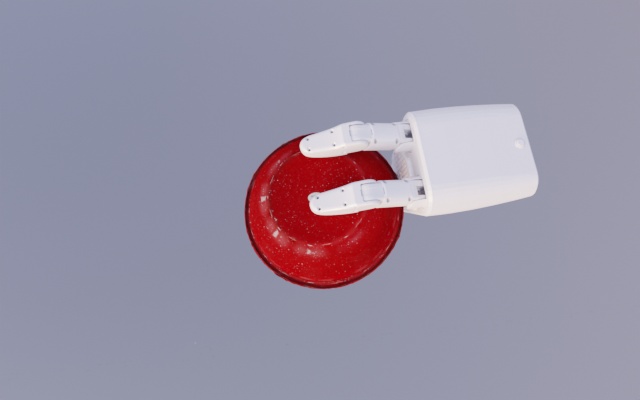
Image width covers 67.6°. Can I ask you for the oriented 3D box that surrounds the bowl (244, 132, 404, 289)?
[{"bbox_3d":[-0.001,0.002,0.455,0.162,0.162,0.055,0,-13,6],"label":"bowl"}]
